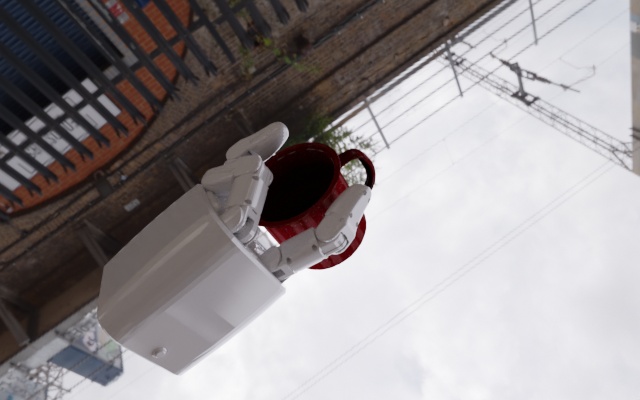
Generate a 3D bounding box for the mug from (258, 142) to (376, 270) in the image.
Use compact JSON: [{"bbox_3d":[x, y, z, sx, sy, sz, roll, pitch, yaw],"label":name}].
[{"bbox_3d":[0.001,0.001,0.429,0.093,0.117,0.081,45,-8,48],"label":"mug"}]
